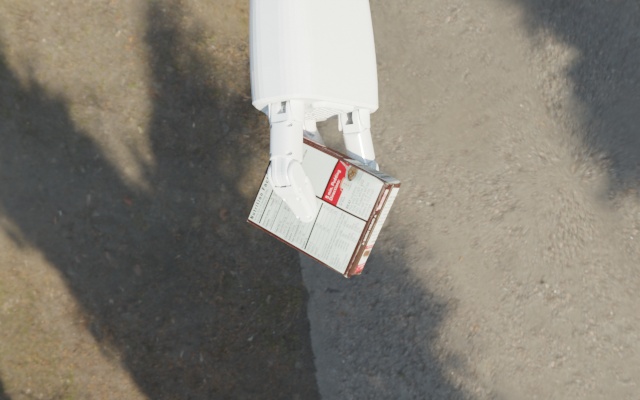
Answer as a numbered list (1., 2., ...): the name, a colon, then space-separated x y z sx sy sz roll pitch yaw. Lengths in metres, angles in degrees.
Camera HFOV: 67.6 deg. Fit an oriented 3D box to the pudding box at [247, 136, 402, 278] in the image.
1. pudding box: 0.000 0.001 0.418 0.113 0.090 0.039 28 13 25
